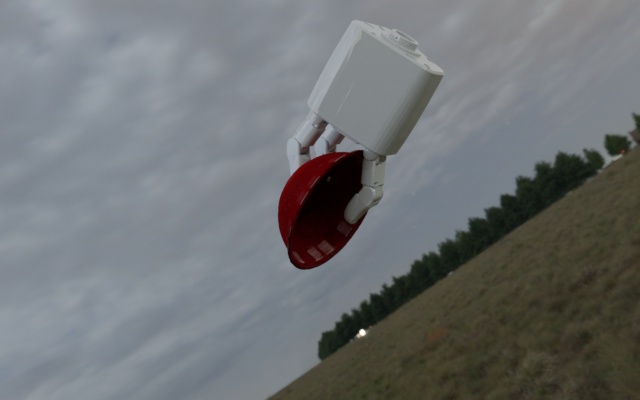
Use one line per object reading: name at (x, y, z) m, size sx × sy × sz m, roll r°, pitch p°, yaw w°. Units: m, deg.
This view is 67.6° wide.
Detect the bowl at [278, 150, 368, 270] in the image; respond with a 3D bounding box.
bowl at (-0.001, 0.003, 0.579) m, size 0.055 × 0.162 × 0.162 m, roll 32°, pitch 17°, yaw 29°
